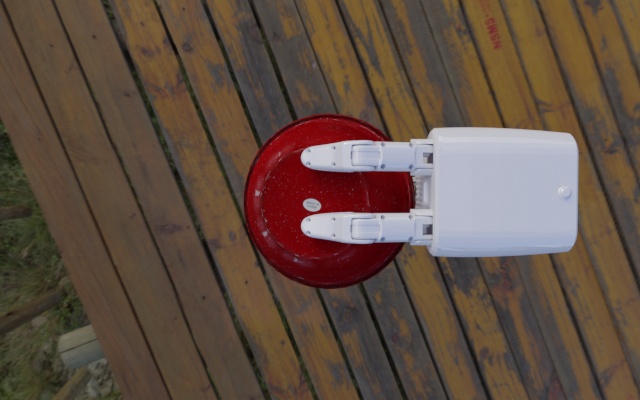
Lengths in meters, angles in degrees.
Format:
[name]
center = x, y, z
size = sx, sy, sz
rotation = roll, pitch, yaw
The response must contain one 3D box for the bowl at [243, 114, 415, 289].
[bowl]
center = -0.001, 0.002, 0.415
size = 0.162, 0.162, 0.055
rotation = 0, 1, 12
